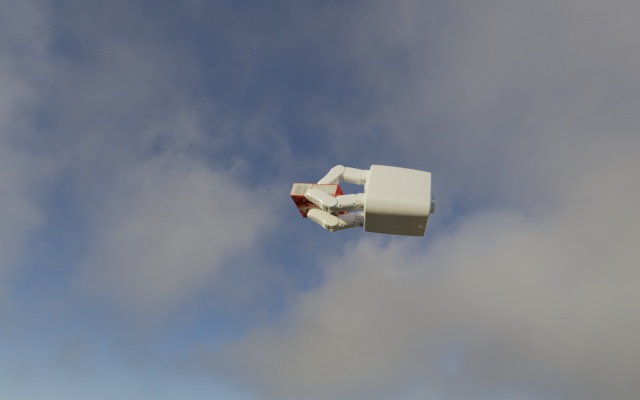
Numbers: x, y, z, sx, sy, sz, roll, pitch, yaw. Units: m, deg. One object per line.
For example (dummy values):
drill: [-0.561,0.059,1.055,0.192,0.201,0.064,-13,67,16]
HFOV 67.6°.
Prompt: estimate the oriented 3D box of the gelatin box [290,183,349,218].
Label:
gelatin box: [0.000,0.002,0.846,0.089,0.030,0.073,3,-33,22]
